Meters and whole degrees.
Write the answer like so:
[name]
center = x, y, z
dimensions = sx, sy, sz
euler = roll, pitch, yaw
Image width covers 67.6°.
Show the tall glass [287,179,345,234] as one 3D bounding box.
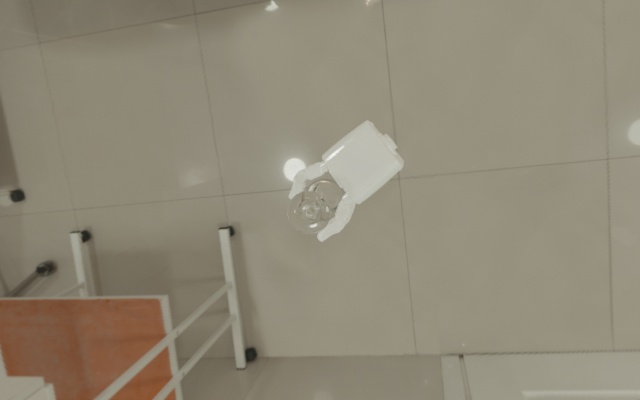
[tall glass]
center = 0.000, 0.003, 0.896
dimensions = 0.079, 0.079, 0.201
euler = 0, 10, 11
